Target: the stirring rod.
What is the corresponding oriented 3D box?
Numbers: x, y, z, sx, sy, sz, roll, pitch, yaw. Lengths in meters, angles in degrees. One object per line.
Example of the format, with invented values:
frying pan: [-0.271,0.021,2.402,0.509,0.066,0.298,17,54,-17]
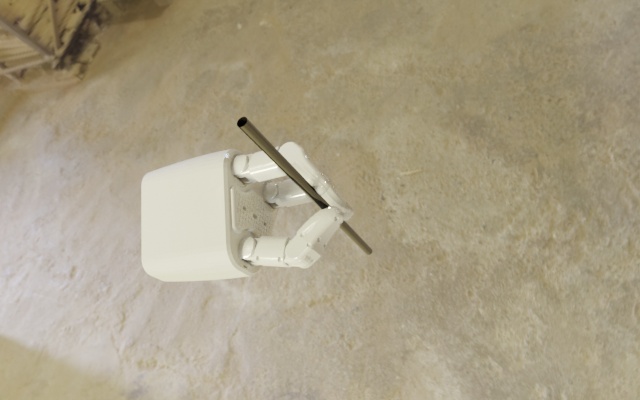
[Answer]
stirring rod: [0.000,0.001,0.403,0.011,0.011,0.240,0,-26,28]
